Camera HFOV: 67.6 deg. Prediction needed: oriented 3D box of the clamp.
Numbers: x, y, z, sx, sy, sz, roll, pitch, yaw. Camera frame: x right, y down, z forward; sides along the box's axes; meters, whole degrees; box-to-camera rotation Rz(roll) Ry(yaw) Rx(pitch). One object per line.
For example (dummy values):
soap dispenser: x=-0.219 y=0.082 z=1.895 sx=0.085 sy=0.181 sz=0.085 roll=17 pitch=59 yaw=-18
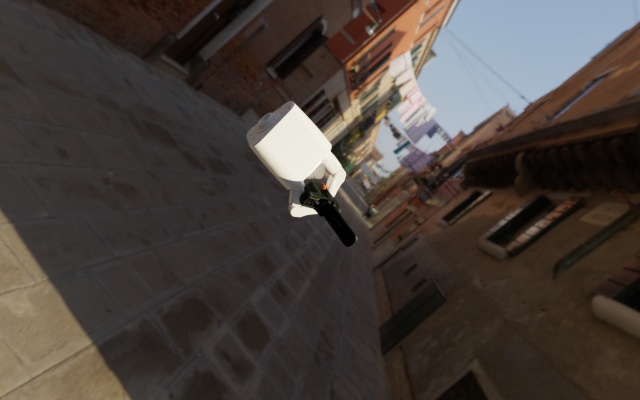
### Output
clamp: x=0.001 y=0.002 z=0.808 sx=0.039 sy=0.120 sz=0.171 roll=-39 pitch=28 yaw=5
